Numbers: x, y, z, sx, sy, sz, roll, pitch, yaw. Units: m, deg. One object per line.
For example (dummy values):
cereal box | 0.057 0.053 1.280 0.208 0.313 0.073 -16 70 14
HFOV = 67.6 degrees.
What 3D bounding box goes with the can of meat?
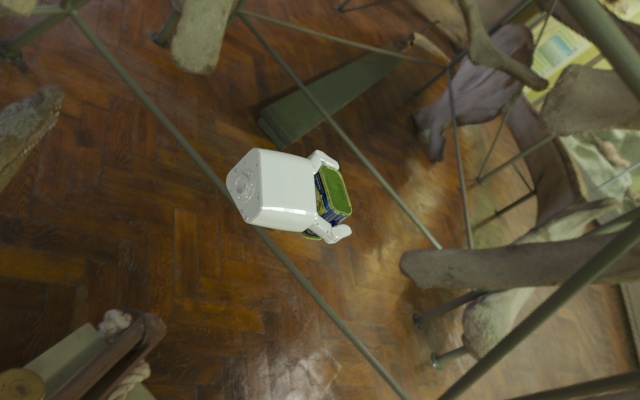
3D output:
can of meat | 0.000 0.003 0.811 0.057 0.102 0.084 14 -41 -41
